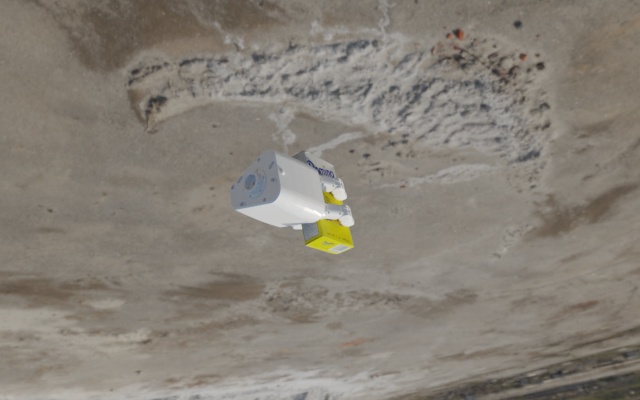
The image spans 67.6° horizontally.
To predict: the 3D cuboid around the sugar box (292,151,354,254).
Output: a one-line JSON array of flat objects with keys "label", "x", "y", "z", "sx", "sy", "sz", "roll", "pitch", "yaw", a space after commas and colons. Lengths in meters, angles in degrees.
[{"label": "sugar box", "x": 0.000, "y": 0.003, "z": 0.852, "sx": 0.048, "sy": 0.176, "sz": 0.093, "roll": -28, "pitch": -31, "yaw": 30}]
